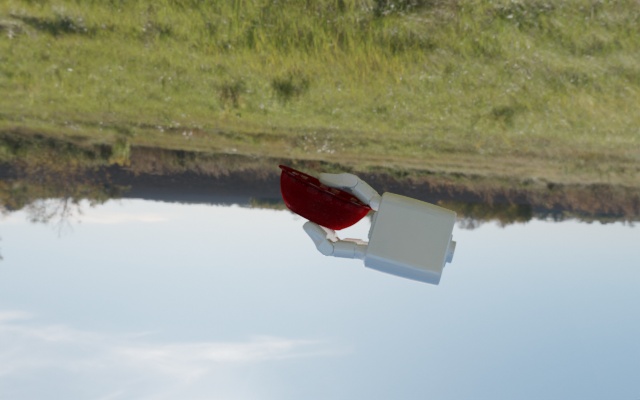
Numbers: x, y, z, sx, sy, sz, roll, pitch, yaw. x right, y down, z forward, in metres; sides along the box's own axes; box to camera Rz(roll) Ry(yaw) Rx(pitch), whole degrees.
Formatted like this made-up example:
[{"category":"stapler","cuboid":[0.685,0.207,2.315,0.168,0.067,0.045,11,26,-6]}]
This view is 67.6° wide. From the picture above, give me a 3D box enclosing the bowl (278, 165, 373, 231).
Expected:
[{"category":"bowl","cuboid":[-0.001,0.002,0.728,0.162,0.055,0.162,25,6,-3]}]
